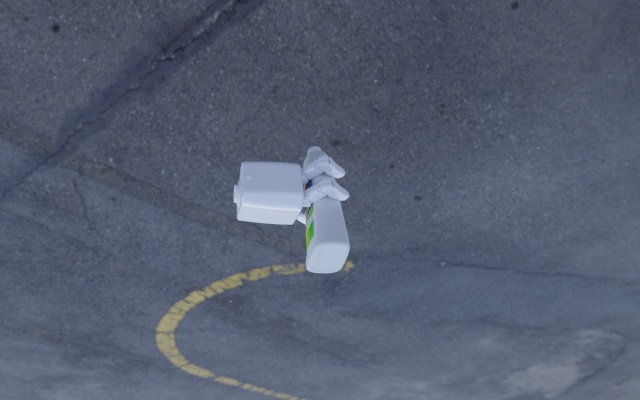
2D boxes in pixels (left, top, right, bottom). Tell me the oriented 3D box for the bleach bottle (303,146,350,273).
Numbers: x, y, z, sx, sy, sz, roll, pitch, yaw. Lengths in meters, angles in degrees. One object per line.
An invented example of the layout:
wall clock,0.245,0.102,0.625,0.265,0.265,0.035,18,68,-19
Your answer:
bleach bottle,0.000,0.003,0.894,0.068,0.250,0.103,3,-40,-14
